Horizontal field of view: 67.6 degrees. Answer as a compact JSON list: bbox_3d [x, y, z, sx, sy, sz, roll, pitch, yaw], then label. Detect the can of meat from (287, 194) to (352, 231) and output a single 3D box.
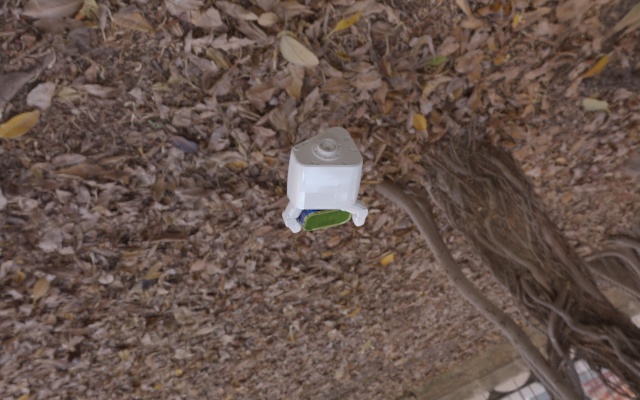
[{"bbox_3d":[0.000,0.003,0.878,0.102,0.084,0.057,-12,-36,-20],"label":"can of meat"}]
